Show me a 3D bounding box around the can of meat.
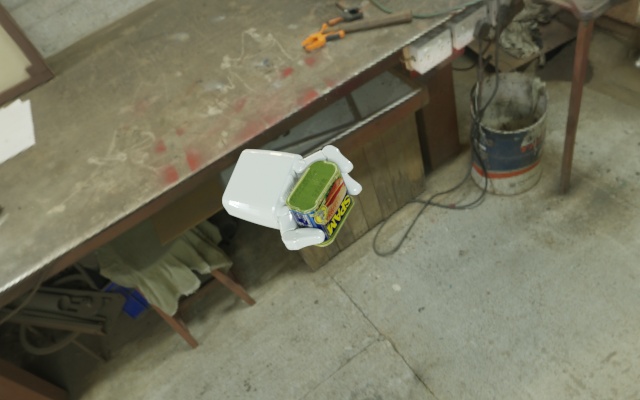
[{"bbox_3d":[0.000,0.002,0.712,0.057,0.102,0.084,14,-32,31],"label":"can of meat"}]
